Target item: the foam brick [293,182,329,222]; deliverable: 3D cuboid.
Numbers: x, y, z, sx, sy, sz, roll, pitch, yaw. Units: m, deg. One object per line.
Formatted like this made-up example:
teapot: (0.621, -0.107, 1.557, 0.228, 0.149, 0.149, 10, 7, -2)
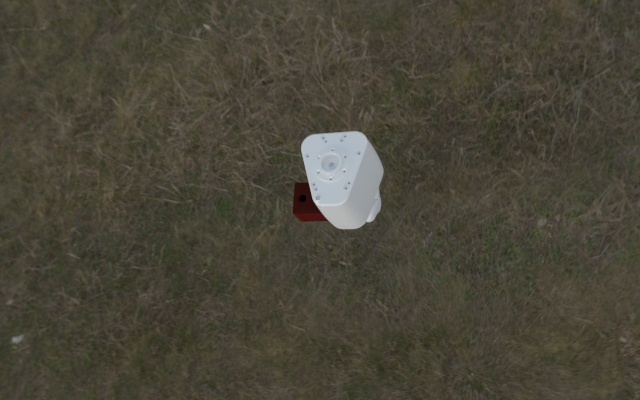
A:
foam brick: (0.000, 0.003, 0.756, 0.078, 0.053, 0.051, -2, -17, 17)
